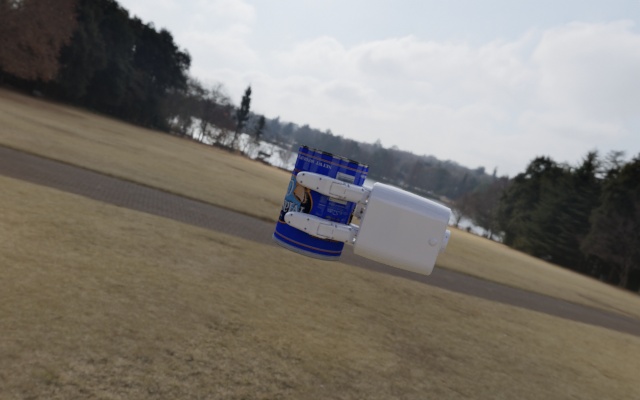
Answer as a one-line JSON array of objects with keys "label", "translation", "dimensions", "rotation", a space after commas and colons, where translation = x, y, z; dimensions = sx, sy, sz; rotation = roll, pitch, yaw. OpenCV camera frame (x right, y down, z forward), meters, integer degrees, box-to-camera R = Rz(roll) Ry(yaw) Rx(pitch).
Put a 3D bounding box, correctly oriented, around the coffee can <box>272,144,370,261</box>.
[{"label": "coffee can", "translation": [0.000, 0.002, 0.677], "dimensions": [0.103, 0.140, 0.103], "rotation": [17, 6, -2]}]
